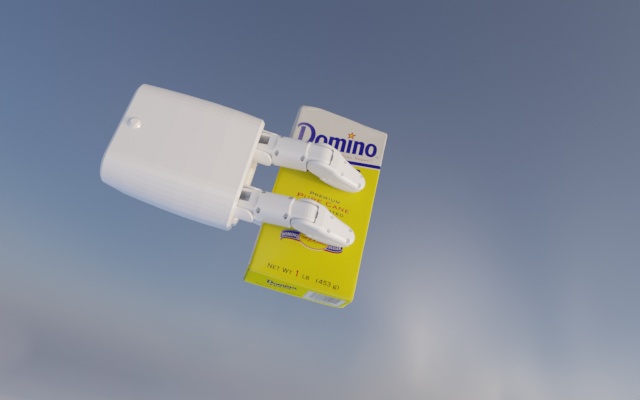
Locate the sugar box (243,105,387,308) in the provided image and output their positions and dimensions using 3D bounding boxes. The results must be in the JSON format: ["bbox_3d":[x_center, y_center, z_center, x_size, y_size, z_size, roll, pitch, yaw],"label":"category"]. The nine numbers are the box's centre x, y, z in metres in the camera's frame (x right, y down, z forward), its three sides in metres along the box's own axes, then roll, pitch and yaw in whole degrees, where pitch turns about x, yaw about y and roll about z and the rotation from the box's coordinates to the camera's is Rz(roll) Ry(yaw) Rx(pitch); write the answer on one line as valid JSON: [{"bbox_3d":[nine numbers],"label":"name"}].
[{"bbox_3d":[0.000,0.001,0.442,0.093,0.176,0.048,18,-25,-8],"label":"sugar box"}]
